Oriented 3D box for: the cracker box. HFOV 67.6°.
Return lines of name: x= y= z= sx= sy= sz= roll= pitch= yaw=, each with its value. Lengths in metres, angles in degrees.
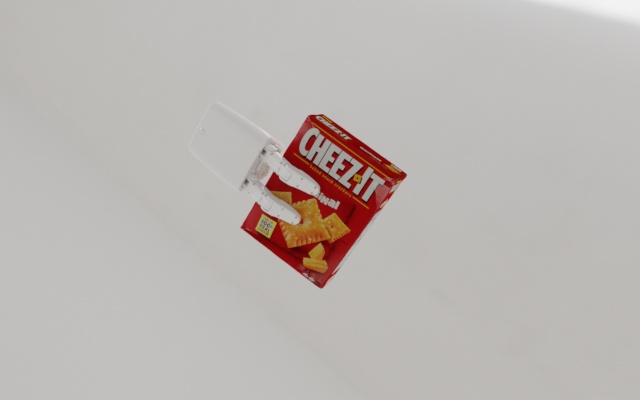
cracker box: x=0.000 y=0.002 z=0.727 sx=0.164 sy=0.214 sz=0.072 roll=37 pitch=20 yaw=10
